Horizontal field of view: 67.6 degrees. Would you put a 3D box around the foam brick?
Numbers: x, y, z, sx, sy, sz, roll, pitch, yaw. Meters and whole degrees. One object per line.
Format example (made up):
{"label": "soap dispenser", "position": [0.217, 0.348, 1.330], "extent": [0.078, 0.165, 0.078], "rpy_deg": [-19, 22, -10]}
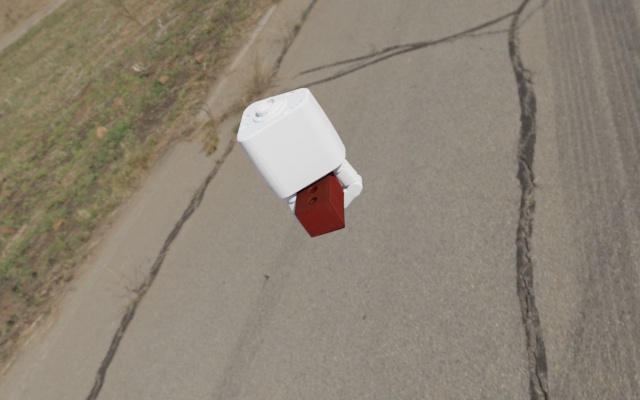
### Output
{"label": "foam brick", "position": [0.000, 0.002, 0.659], "extent": [0.053, 0.051, 0.078], "rpy_deg": [-20, 38, 18]}
